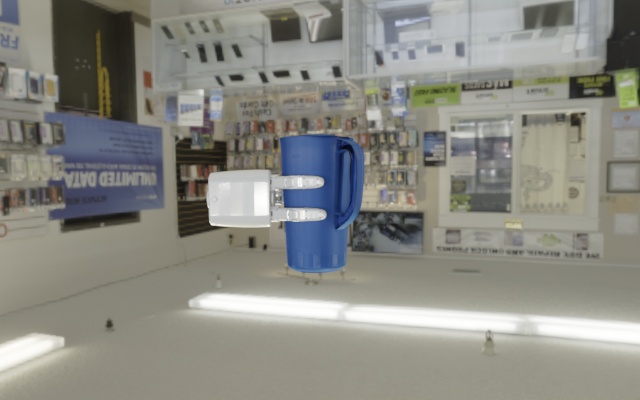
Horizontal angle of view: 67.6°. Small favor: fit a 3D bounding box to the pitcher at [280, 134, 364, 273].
[{"bbox_3d":[0.000,0.003,0.856,0.145,0.243,0.149,0,3,-1],"label":"pitcher"}]
